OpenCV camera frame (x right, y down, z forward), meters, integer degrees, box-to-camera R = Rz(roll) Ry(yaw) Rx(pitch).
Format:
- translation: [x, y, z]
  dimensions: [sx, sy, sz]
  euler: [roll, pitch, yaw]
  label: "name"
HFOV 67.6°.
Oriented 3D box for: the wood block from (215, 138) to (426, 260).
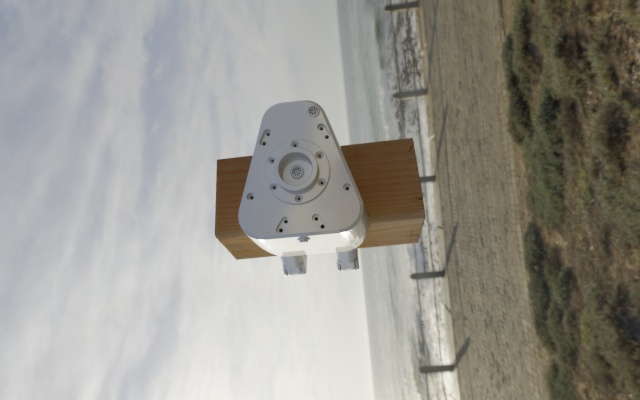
- translation: [0.000, 0.001, 0.518]
  dimensions: [0.206, 0.090, 0.090]
  euler: [-5, -23, 4]
  label: "wood block"
